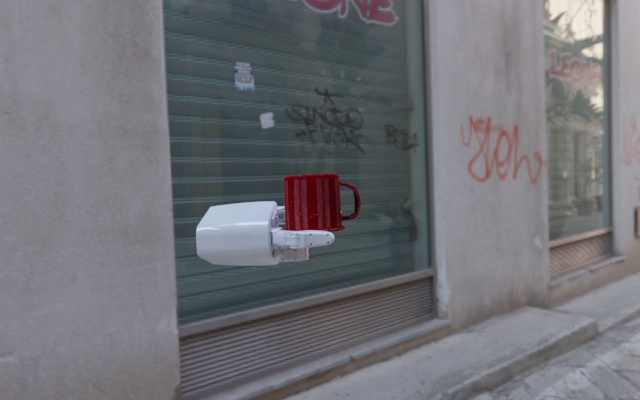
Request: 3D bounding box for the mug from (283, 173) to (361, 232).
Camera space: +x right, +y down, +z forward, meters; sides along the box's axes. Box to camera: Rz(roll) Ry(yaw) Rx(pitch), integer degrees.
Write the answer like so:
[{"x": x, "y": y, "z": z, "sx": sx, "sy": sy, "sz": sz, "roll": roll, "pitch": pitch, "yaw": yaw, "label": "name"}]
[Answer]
[{"x": 0.002, "y": 0.002, "z": 0.698, "sx": 0.117, "sy": 0.081, "sz": 0.093, "roll": -3, "pitch": 2, "yaw": 2, "label": "mug"}]
